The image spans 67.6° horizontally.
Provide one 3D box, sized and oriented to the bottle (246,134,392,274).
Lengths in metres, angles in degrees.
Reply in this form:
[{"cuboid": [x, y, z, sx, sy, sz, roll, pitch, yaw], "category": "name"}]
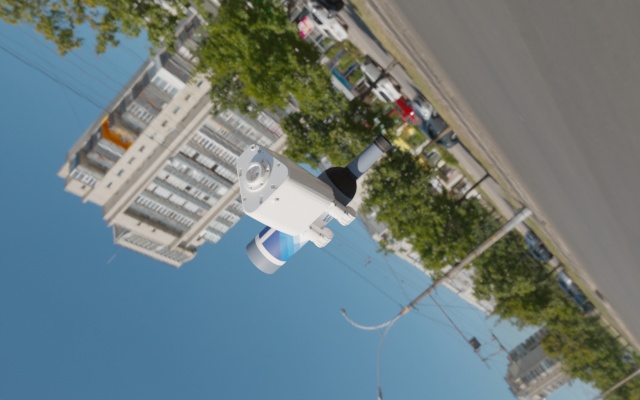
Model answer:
[{"cuboid": [0.000, 0.003, 0.783, 0.296, 0.069, 0.069, -43, -14, 15], "category": "bottle"}]
